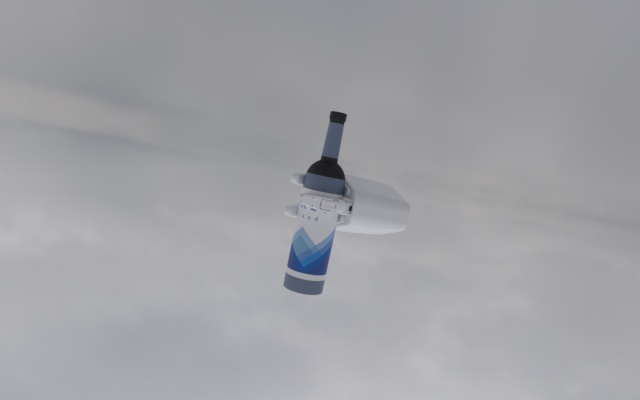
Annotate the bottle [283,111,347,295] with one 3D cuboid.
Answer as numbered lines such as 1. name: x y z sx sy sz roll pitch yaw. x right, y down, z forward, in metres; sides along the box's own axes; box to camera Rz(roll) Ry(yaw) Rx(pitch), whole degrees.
1. bottle: 0.000 0.003 0.779 0.069 0.296 0.069 12 5 -1
